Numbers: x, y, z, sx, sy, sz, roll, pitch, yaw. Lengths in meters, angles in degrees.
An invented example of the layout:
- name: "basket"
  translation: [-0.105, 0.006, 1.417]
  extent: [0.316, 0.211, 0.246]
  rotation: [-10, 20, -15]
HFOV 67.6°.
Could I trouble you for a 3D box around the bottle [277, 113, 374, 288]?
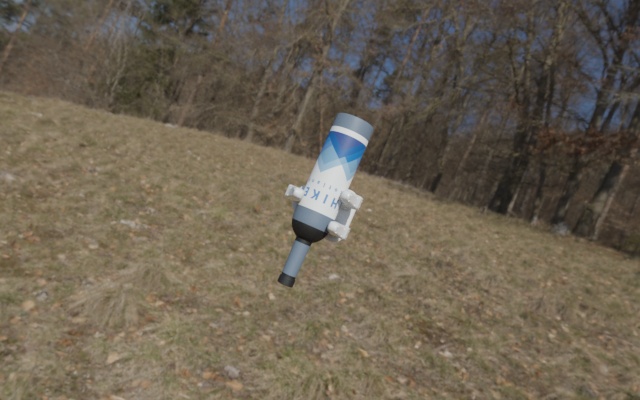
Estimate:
- name: "bottle"
  translation: [0.000, 0.002, 0.790]
  extent: [0.069, 0.295, 0.069]
  rotation: [23, -4, 2]
